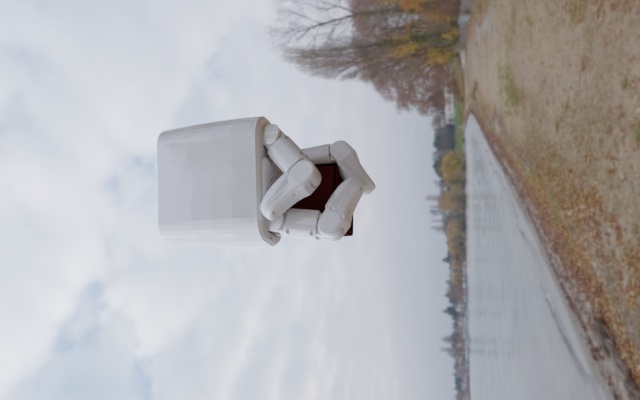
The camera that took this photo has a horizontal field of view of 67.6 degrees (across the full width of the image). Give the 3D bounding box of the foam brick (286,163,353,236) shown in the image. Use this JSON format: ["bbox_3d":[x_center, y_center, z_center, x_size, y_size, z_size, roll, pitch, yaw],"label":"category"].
[{"bbox_3d":[0.000,0.002,0.476,0.051,0.053,0.078,-3,-20,16],"label":"foam brick"}]
